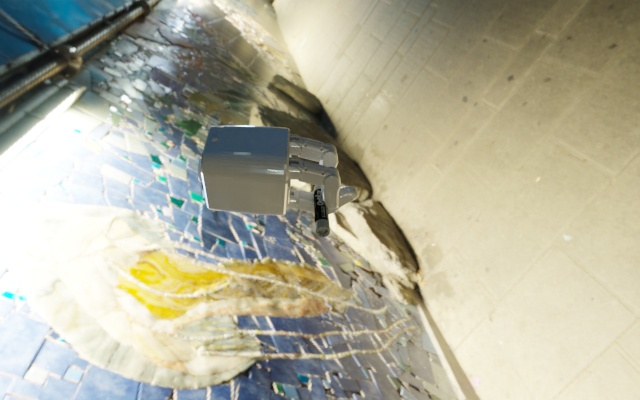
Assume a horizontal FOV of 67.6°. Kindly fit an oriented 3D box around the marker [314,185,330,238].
[{"bbox_3d":[0.000,0.002,0.640,0.020,0.020,0.121,0,39,-3],"label":"marker"}]
